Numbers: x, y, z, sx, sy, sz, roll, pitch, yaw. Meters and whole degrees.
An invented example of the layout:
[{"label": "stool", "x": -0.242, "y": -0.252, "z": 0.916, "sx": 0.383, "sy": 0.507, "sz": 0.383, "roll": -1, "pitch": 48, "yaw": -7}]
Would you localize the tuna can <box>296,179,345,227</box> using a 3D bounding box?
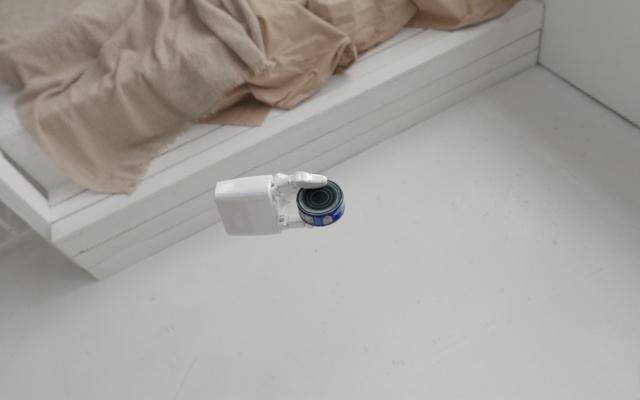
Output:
[{"label": "tuna can", "x": 0.000, "y": 0.002, "z": 0.847, "sx": 0.086, "sy": 0.086, "sz": 0.034, "roll": 0, "pitch": -39, "yaw": 9}]
